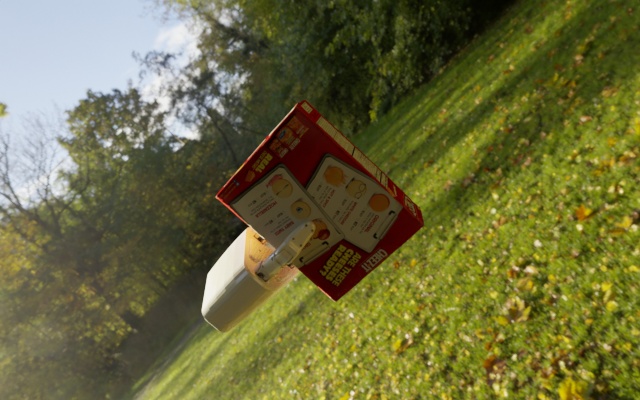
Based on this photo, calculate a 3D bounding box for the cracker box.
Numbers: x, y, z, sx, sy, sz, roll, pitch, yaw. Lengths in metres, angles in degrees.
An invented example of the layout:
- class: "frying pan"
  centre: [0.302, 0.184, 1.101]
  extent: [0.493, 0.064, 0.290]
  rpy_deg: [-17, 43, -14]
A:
- class: "cracker box"
  centre: [0.000, 0.002, 0.623]
  extent: [0.164, 0.214, 0.072]
  rpy_deg: [-45, 9, 21]
